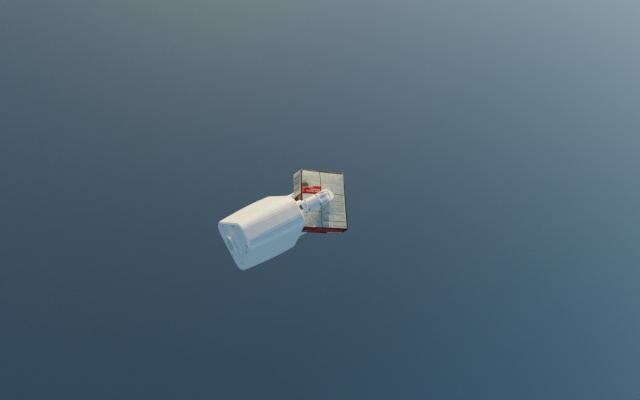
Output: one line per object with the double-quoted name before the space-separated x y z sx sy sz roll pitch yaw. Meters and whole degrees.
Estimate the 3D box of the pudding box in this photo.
"pudding box" 0.000 0.003 0.872 0.090 0.113 0.039 5 -17 -24
